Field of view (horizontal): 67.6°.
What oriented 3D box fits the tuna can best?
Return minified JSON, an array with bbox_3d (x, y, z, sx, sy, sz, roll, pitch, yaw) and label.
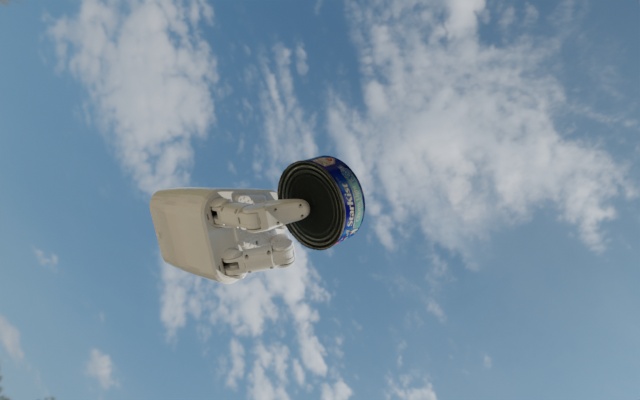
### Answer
[{"bbox_3d":[0.001,0.001,0.451,0.086,0.086,0.033,0,14,45],"label":"tuna can"}]
